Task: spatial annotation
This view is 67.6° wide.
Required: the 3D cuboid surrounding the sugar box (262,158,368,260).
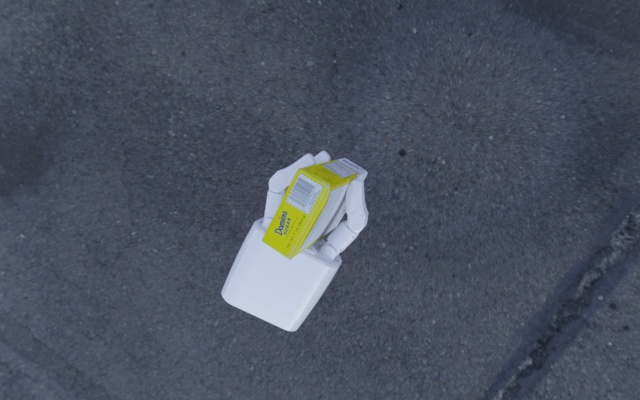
[{"bbox_3d":[0.000,0.002,0.569,0.048,0.093,0.176,32,16,9],"label":"sugar box"}]
